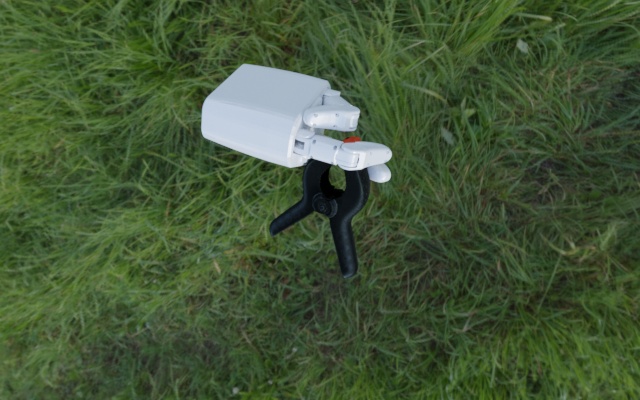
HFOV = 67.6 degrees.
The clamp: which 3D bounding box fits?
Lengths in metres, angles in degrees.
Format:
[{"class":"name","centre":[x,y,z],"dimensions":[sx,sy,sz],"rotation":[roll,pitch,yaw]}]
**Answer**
[{"class":"clamp","centre":[0.000,0.002,0.548],"dimensions":[0.120,0.171,0.039],"rotation":[17,29,13]}]
